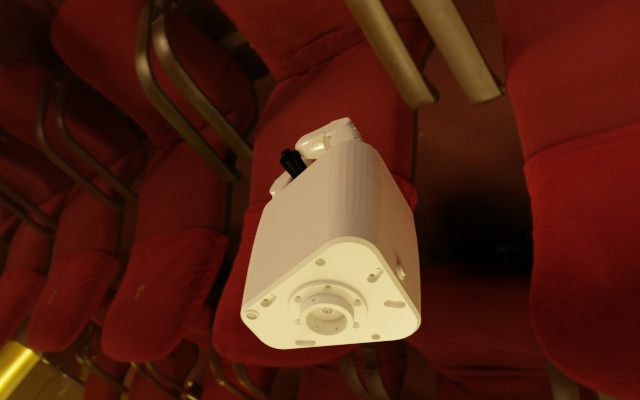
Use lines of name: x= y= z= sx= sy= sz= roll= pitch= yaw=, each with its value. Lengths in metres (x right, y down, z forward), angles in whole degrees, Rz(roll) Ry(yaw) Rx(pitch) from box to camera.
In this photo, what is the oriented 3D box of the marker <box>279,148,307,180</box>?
marker: x=0.000 y=0.001 z=0.439 sx=0.020 sy=0.121 sz=0.020 roll=-26 pitch=29 yaw=16
